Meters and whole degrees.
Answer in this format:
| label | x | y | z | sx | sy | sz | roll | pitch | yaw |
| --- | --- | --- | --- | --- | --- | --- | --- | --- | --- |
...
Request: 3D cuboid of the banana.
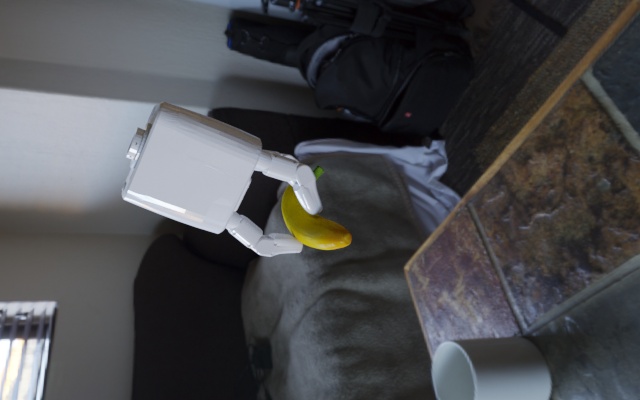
| label | x | y | z | sx | sy | sz | roll | pitch | yaw |
| --- | --- | --- | --- | --- | --- | --- | --- | --- | --- |
| banana | -0.014 | 0.013 | 0.580 | 0.037 | 0.069 | 0.197 | 41 | 13 | -27 |
